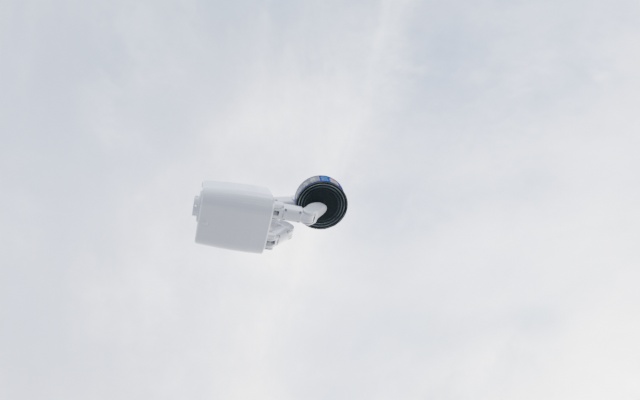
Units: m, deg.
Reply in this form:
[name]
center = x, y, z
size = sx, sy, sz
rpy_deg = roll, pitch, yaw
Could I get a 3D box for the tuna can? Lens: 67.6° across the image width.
[tuna can]
center = 0.000, 0.002, 0.784
size = 0.086, 0.086, 0.033
rpy_deg = 0, 24, -8
